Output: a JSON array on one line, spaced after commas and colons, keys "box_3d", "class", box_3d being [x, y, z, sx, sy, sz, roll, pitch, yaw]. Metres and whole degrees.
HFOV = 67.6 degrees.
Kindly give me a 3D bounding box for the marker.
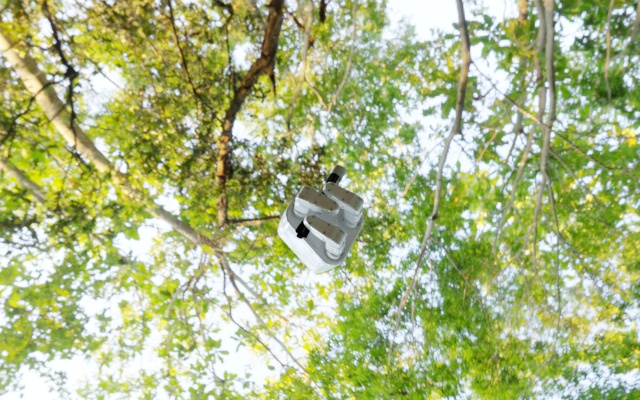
[{"box_3d": [0.000, 0.002, 0.663, 0.020, 0.121, 0.020, 27, -22, 12], "class": "marker"}]
